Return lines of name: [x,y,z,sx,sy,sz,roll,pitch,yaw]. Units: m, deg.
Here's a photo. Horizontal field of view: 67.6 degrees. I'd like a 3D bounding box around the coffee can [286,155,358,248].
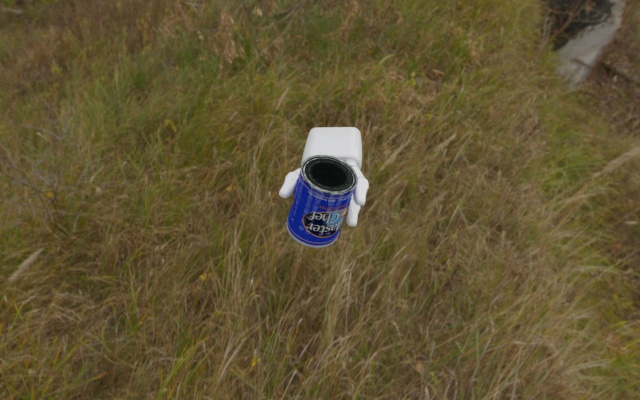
coffee can: [0.000,0.003,0.869,0.103,0.140,0.102,9,43,-9]
